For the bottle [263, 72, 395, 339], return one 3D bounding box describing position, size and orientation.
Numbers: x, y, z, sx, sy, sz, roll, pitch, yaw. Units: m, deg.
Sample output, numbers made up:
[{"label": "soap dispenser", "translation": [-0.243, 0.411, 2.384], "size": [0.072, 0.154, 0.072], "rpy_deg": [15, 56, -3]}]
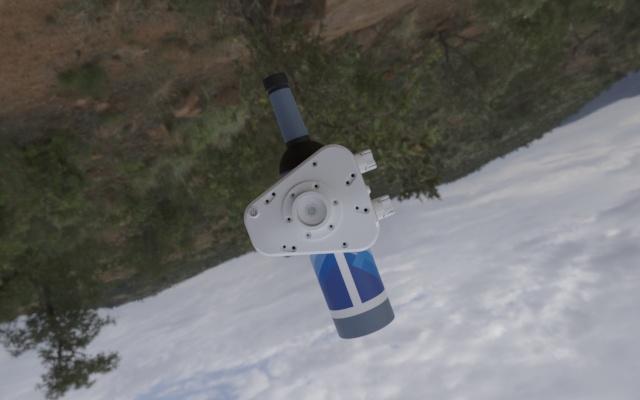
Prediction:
[{"label": "bottle", "translation": [0.000, 0.002, 0.529], "size": [0.069, 0.295, 0.069], "rpy_deg": [-21, 1, 0]}]
